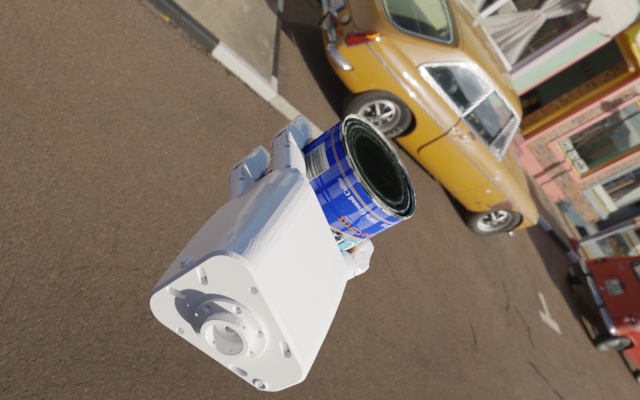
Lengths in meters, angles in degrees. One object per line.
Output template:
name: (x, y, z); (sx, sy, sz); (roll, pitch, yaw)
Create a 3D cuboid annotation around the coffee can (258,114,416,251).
coffee can: (0.000, 0.001, 0.440); (0.140, 0.102, 0.103); (-32, -17, 29)
